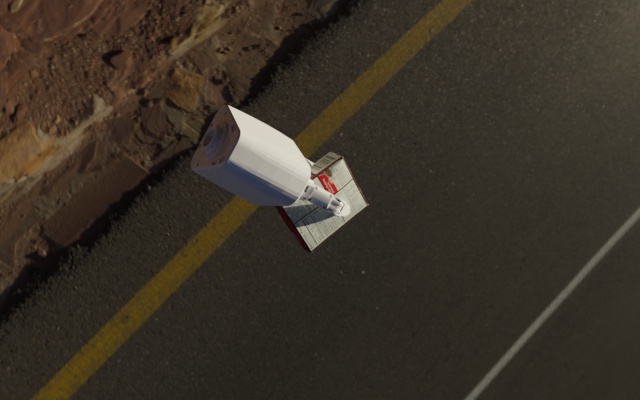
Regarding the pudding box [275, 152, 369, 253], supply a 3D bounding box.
[{"bbox_3d":[0.000,0.002,0.657,0.113,0.090,0.039,-37,29,-14],"label":"pudding box"}]
